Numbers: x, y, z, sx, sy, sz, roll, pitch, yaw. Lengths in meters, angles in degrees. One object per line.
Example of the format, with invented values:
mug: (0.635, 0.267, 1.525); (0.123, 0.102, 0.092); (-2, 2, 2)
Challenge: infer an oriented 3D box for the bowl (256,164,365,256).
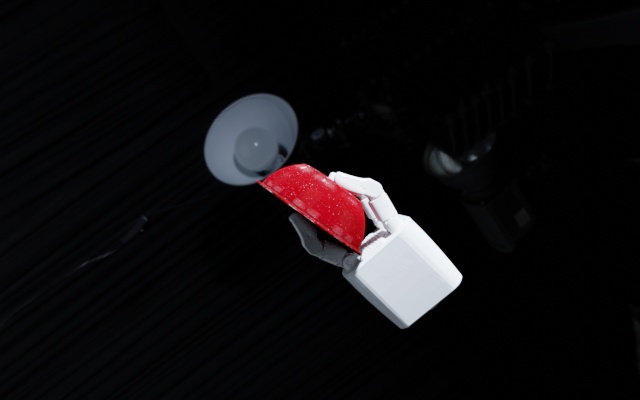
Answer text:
bowl: (-0.001, 0.001, 0.600); (0.162, 0.055, 0.162); (35, -2, 1)
